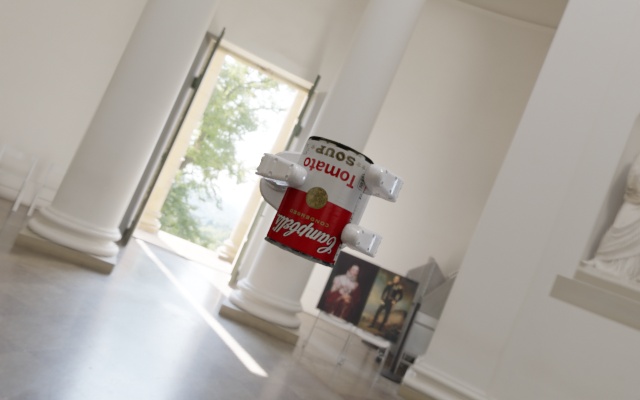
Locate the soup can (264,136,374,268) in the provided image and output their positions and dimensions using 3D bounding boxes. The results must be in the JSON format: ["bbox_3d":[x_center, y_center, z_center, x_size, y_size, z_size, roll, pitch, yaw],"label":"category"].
[{"bbox_3d":[0.000,0.001,0.432,0.068,0.102,0.068,23,-4,2],"label":"soup can"}]
